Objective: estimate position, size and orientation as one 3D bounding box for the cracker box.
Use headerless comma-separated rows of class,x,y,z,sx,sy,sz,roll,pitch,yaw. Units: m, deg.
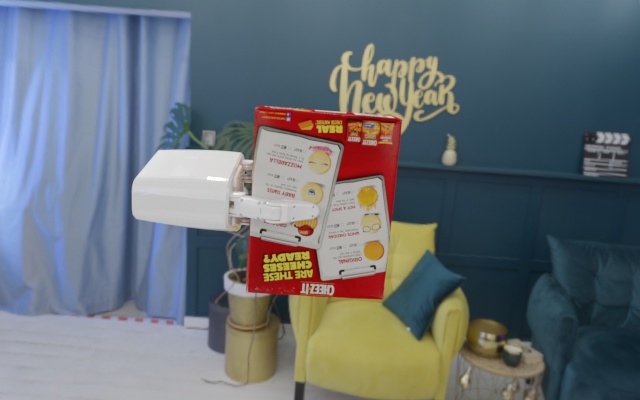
cracker box,0.000,0.002,0.567,0.164,0.214,0.072,4,11,-3
